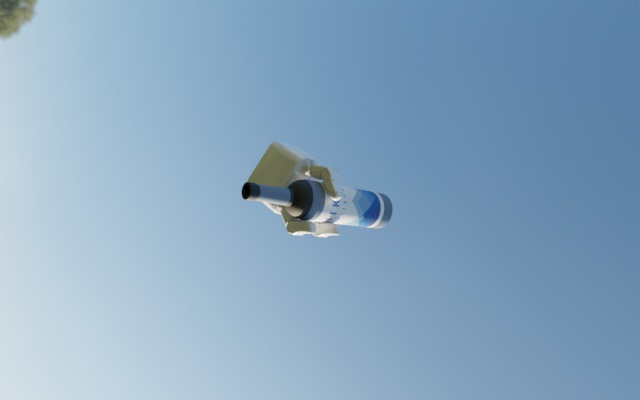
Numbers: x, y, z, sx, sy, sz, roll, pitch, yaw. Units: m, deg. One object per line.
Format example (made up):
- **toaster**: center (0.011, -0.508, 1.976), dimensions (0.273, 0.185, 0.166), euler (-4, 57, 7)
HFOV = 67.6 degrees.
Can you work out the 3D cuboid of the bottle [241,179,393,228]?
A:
- **bottle**: center (0.000, 0.003, 0.805), dimensions (0.296, 0.069, 0.069), euler (9, -6, -40)
